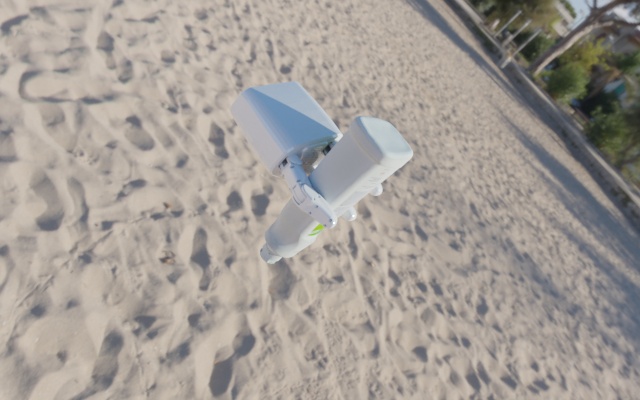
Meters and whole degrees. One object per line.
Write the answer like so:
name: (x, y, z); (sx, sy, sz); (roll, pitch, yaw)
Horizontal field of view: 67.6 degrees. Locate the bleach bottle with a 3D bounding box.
bleach bottle: (0.000, 0.002, 0.616); (0.251, 0.068, 0.102); (-44, -18, 27)
